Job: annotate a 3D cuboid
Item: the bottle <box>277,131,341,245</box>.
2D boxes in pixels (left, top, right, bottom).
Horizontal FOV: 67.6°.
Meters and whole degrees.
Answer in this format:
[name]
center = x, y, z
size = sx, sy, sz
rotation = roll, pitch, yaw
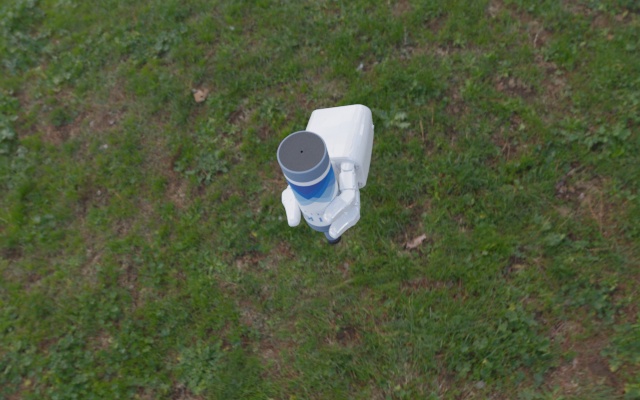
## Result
[bottle]
center = 0.000, 0.002, 0.751
size = 0.069, 0.069, 0.296
rotation = 0, -27, 11
